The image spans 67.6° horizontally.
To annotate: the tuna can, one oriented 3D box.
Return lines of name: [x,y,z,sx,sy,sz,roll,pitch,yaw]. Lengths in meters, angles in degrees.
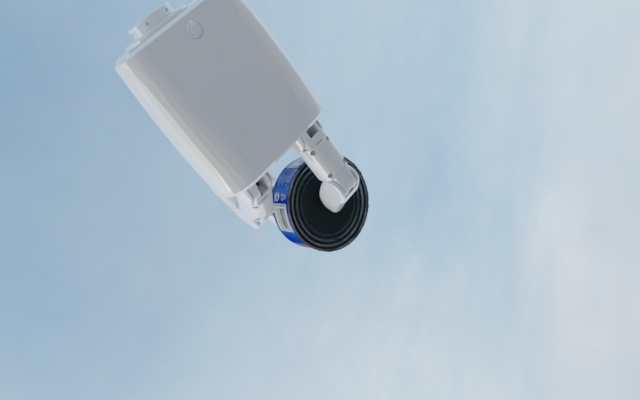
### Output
tuna can: [0.000,0.001,0.426,0.086,0.086,0.034,0,2,-35]
